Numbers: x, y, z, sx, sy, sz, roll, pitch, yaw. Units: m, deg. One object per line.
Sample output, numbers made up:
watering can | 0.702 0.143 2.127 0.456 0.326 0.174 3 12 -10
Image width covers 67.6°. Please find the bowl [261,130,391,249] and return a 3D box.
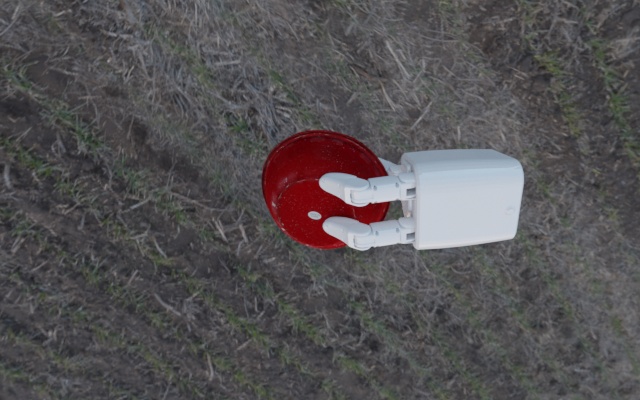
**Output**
bowl | -0.001 0.002 0.561 0.162 0.162 0.055 0 31 14
